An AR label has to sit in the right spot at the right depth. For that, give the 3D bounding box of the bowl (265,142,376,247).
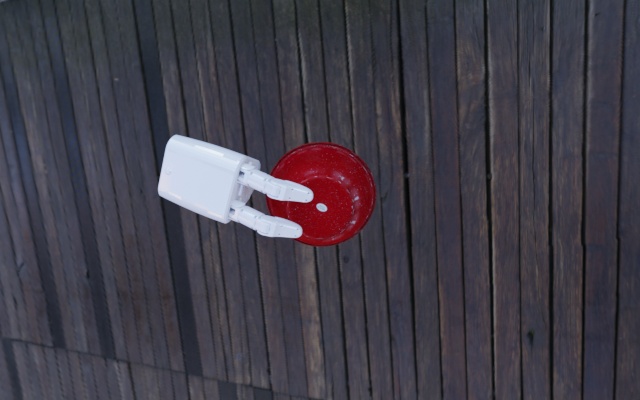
[{"bbox_3d":[0.001,0.002,0.673,0.162,0.162,0.055,0,20,1],"label":"bowl"}]
